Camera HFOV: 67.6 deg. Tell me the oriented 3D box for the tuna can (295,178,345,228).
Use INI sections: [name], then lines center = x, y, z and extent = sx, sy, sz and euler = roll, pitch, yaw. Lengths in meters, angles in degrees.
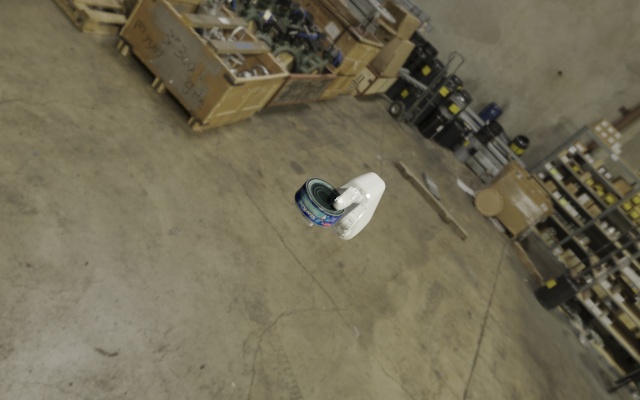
[tuna can]
center = 0.000, 0.002, 0.815
extent = 0.086, 0.086, 0.034
euler = 0, -38, -48
